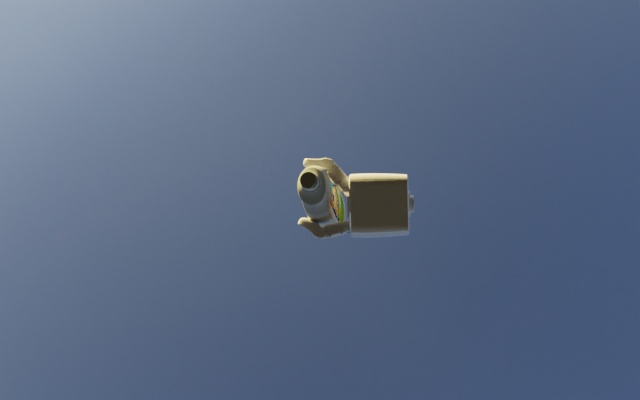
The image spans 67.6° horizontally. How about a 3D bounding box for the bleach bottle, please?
[{"bbox_3d":[0.000,0.003,0.898,0.068,0.102,0.251,-3,-13,9],"label":"bleach bottle"}]
